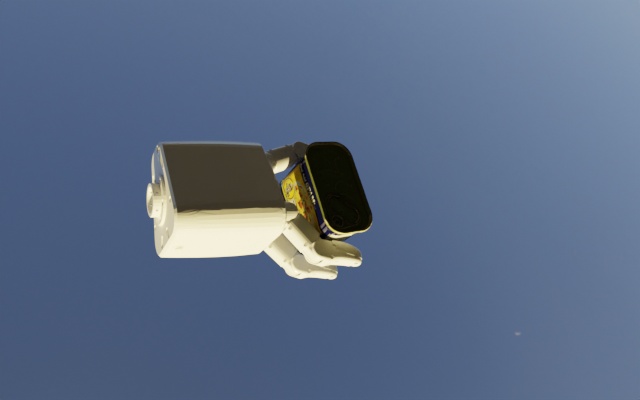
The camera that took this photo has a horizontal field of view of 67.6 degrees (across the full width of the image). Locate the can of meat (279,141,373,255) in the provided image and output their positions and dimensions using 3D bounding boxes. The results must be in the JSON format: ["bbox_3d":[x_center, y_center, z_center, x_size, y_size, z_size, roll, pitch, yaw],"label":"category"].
[{"bbox_3d":[0.000,0.002,0.513,0.057,0.102,0.084,-6,-21,-33],"label":"can of meat"}]
